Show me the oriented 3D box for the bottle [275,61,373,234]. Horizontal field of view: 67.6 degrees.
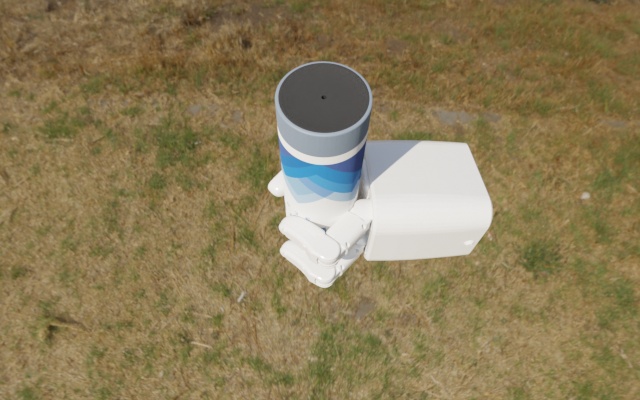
[{"bbox_3d":[0.000,0.001,0.450,0.069,0.069,0.296,0,-29,-1],"label":"bottle"}]
